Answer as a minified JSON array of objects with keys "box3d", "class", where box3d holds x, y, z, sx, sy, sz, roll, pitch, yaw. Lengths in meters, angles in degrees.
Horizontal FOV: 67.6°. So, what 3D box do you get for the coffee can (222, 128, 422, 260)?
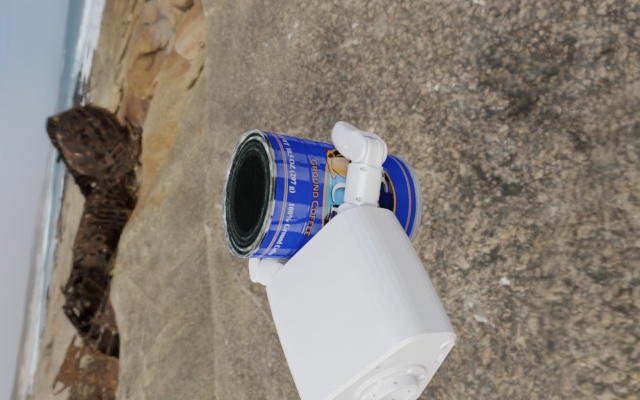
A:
[{"box3d":[0.000,0.001,0.408,0.140,0.103,0.103,7,-3,-30],"class":"coffee can"}]
